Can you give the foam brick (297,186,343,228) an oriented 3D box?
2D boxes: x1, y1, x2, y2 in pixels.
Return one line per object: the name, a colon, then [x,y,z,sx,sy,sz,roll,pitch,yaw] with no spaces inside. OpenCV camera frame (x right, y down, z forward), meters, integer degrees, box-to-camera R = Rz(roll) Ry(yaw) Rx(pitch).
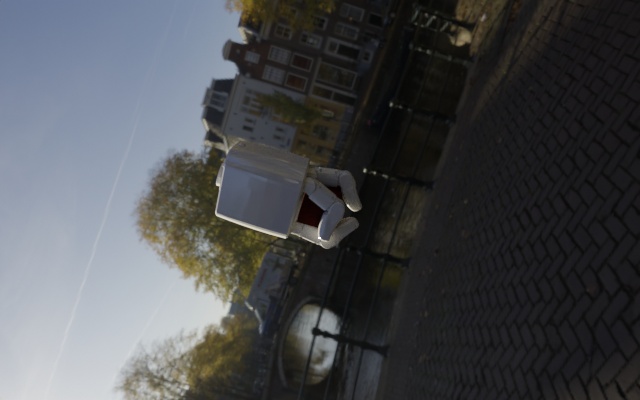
foam brick: [0.000,0.002,0.687,0.051,0.053,0.078,16,16,-3]
